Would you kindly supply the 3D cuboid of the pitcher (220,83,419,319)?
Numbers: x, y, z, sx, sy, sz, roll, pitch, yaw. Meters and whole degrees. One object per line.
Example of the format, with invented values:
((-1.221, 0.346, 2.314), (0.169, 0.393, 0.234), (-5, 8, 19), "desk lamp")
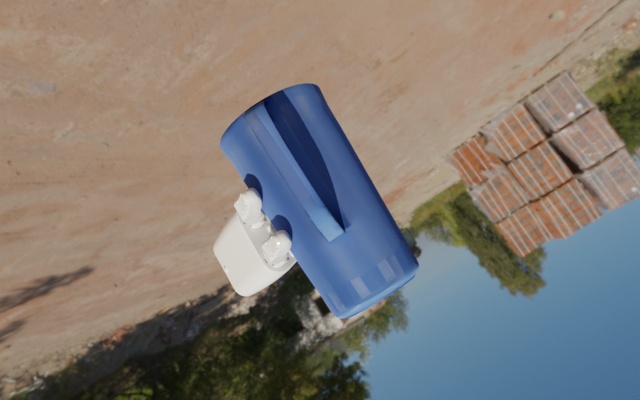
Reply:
((0.000, 0.002, 0.524), (0.149, 0.243, 0.145), (-24, -12, -40), "pitcher")
